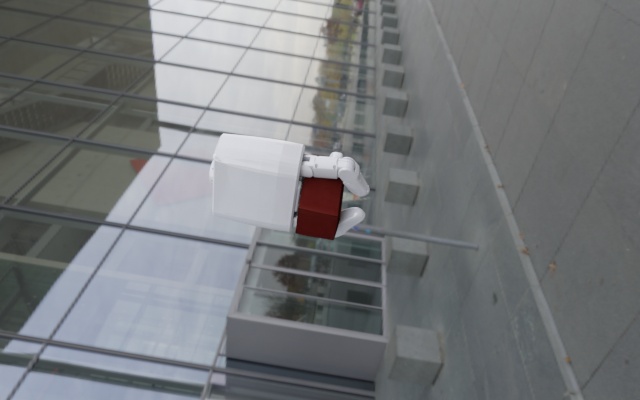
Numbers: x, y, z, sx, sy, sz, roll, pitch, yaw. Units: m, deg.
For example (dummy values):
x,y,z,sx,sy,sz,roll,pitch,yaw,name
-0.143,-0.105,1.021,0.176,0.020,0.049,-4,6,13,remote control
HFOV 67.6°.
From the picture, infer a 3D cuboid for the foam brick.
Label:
x,y,z,sx,sy,sz,roll,pitch,yaw,name
0.000,0.002,0.601,0.051,0.078,0.053,10,-40,-1,foam brick
